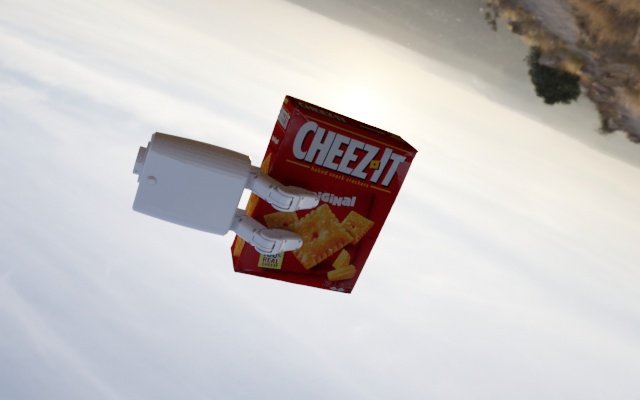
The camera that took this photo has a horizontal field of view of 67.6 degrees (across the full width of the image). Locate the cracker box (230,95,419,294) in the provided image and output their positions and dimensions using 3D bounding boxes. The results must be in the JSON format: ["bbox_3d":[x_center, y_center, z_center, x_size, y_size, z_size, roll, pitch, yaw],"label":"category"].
[{"bbox_3d":[0.000,0.002,0.591,0.164,0.214,0.072,16,19,-21],"label":"cracker box"}]
